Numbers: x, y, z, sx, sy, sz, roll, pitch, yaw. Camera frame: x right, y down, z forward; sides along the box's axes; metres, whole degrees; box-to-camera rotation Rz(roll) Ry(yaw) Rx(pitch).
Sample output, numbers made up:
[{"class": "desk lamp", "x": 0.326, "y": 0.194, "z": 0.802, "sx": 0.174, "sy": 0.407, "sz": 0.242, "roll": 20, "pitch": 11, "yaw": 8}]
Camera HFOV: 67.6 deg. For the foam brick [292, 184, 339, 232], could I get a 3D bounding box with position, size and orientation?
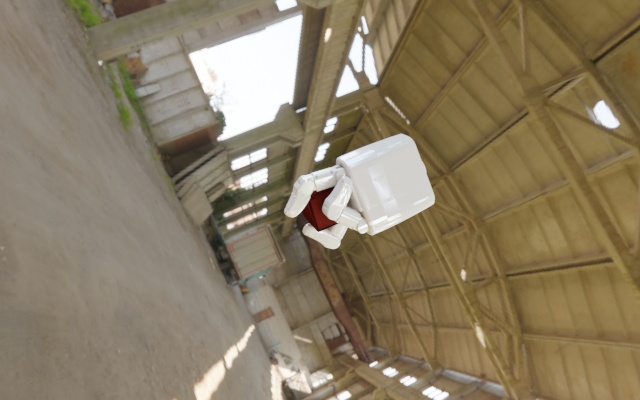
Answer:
[{"class": "foam brick", "x": 0.000, "y": 0.002, "z": 0.695, "sx": 0.051, "sy": 0.053, "sz": 0.078, "roll": -24, "pitch": 25, "yaw": -11}]
